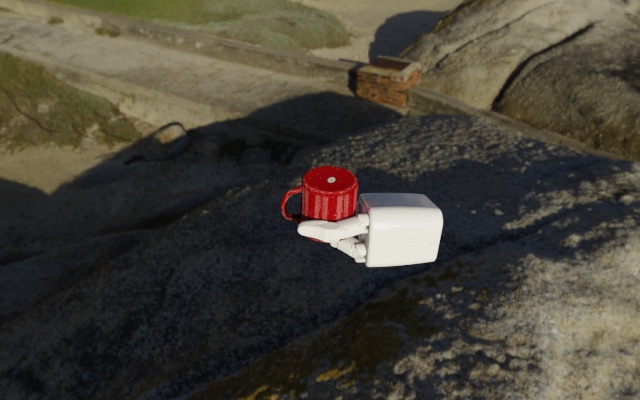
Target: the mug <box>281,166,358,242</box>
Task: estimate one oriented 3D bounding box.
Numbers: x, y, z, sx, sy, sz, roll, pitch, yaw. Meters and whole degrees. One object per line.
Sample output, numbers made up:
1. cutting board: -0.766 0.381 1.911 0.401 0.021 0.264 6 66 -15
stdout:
1. mug: -0.001 0.002 0.703 0.117 0.082 0.093 -2 34 -7
